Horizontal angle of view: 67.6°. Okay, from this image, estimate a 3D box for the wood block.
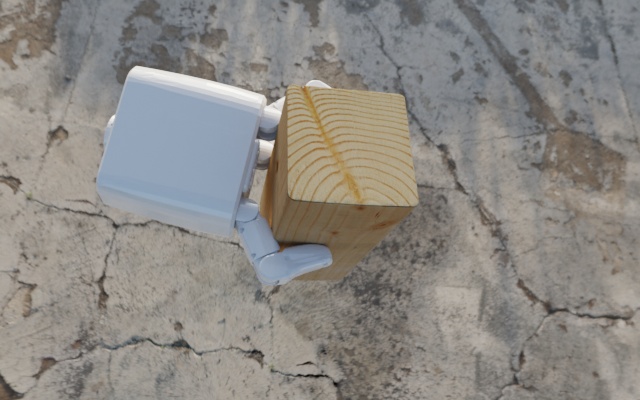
[{"bbox_3d":[0.000,0.002,0.416,0.090,0.090,0.206,3,-23,-11],"label":"wood block"}]
